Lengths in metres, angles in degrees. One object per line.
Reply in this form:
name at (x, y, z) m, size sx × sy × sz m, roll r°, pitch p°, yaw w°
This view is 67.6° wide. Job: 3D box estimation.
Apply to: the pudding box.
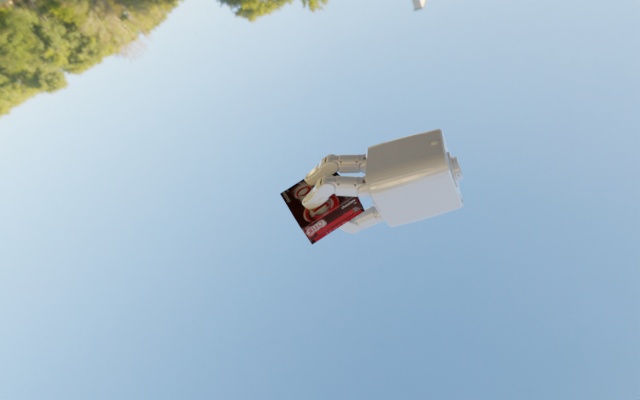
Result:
pudding box at (0.000, 0.002, 0.694) m, size 0.090 × 0.039 × 0.113 m, roll -32°, pitch 32°, yaw -4°
